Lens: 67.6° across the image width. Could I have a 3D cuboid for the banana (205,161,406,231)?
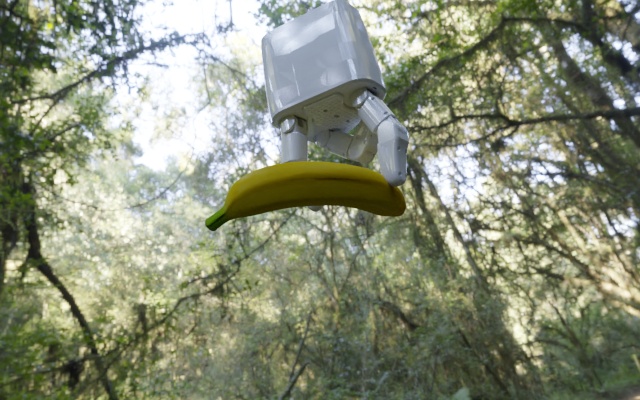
[{"bbox_3d":[0.004,-0.006,0.411,0.198,0.037,0.070,-1,-24,-27],"label":"banana"}]
